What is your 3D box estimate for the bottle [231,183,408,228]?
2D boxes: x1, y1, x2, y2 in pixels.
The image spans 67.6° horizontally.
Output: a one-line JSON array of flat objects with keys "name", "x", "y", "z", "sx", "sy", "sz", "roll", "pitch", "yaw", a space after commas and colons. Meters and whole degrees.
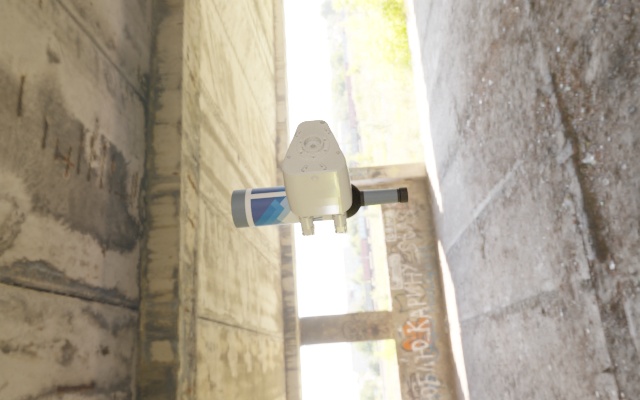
[{"name": "bottle", "x": 0.000, "y": 0.003, "z": 0.815, "sx": 0.296, "sy": 0.069, "sz": 0.069, "roll": -5, "pitch": 0, "yaw": 3}]
